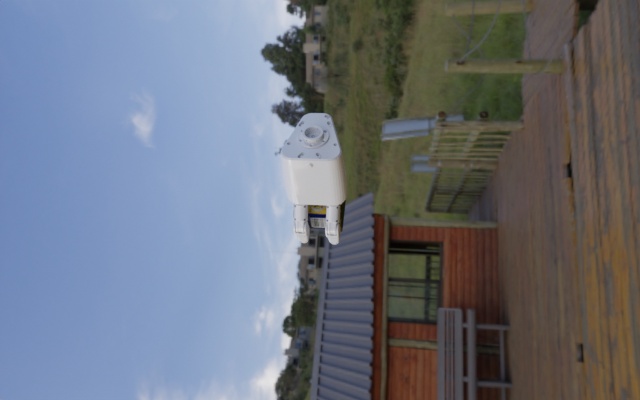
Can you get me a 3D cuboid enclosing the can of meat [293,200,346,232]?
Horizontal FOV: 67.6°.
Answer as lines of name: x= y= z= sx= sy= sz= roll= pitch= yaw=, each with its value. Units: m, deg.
can of meat: x=0.000 y=0.003 z=0.845 sx=0.084 sy=0.102 sz=0.057 roll=3 pitch=-35 yaw=8
